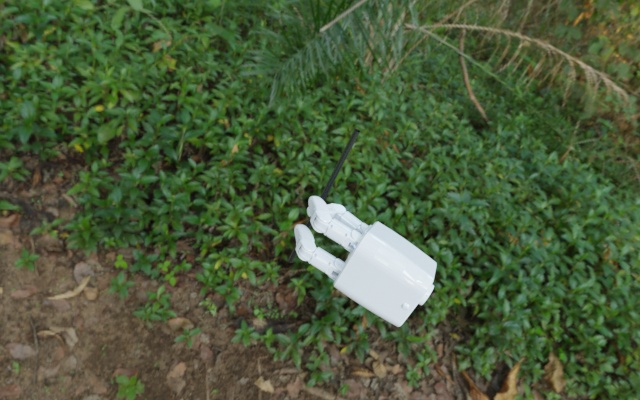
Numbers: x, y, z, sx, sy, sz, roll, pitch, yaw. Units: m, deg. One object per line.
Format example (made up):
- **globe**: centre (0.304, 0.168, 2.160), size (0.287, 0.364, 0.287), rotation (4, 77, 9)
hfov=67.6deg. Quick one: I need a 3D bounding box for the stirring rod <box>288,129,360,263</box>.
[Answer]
- **stirring rod**: centre (0.000, 0.002, 0.668), size (0.011, 0.240, 0.011), rotation (19, 33, -13)
